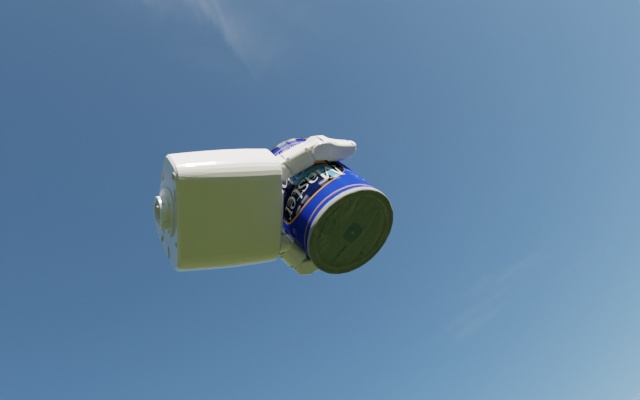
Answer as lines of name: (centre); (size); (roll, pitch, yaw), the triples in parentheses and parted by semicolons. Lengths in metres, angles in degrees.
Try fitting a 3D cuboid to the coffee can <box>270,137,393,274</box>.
coffee can: (0.000, 0.002, 0.544); (0.103, 0.103, 0.140); (0, 28, -34)
